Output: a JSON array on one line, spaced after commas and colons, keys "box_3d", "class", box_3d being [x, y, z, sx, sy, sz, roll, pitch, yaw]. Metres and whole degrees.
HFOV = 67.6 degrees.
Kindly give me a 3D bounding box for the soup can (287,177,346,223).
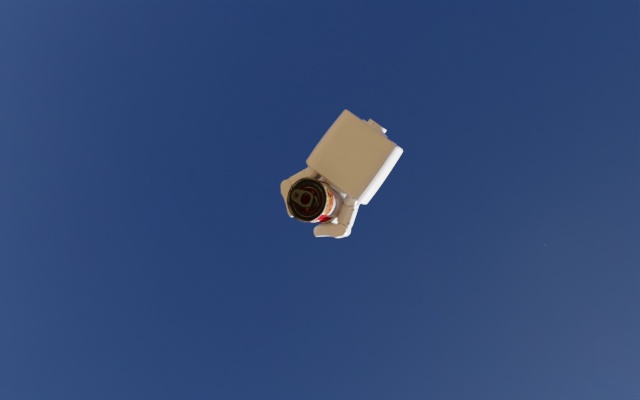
[{"box_3d": [0.000, 0.003, 0.763, 0.068, 0.068, 0.102, 0, -5, 25], "class": "soup can"}]
